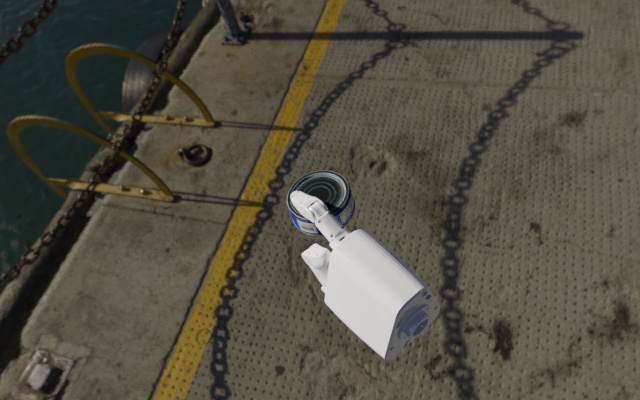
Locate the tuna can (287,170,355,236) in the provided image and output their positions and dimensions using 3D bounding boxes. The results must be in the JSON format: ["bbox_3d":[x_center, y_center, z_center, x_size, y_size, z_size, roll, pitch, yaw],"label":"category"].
[{"bbox_3d":[0.000,0.002,0.619,0.086,0.086,0.034,0,-39,17],"label":"tuna can"}]
